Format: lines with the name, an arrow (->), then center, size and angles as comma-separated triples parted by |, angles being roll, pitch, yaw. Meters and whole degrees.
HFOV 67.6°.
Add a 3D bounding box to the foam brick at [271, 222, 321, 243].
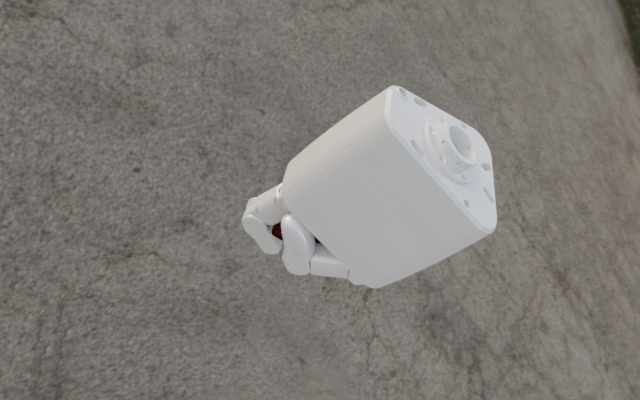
foam brick -> 0.000, 0.001, 0.409 | 0.053, 0.078, 0.051 | 33, -44, -23
